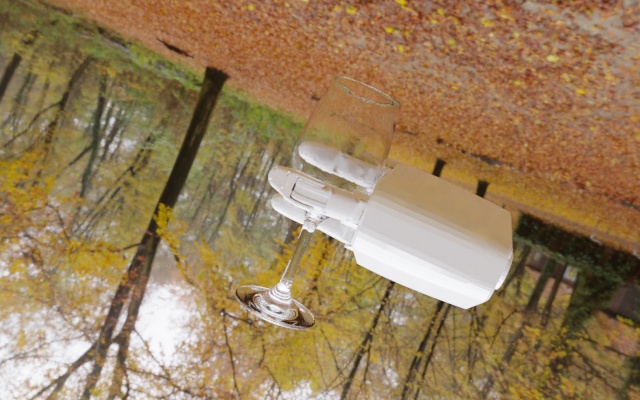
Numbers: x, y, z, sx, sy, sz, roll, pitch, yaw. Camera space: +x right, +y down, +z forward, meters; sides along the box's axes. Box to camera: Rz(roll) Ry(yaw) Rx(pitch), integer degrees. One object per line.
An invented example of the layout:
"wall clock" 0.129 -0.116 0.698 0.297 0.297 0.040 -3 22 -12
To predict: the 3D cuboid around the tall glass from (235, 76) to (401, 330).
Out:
"tall glass" 0.000 0.002 0.404 0.079 0.201 0.079 23 5 -2
